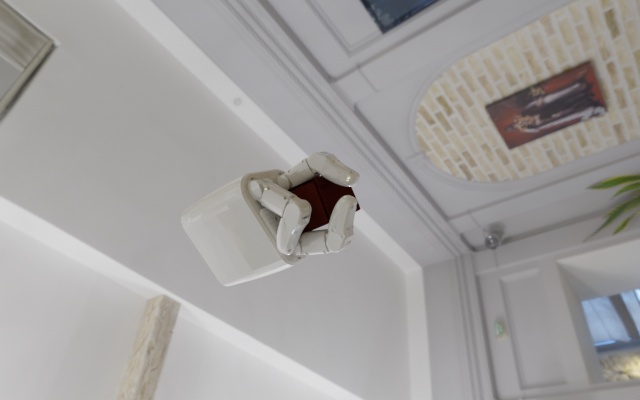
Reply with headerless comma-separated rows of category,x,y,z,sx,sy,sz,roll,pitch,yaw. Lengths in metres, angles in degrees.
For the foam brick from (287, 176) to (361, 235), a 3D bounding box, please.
foam brick,0.000,0.002,0.544,0.051,0.053,0.078,-24,-3,30
